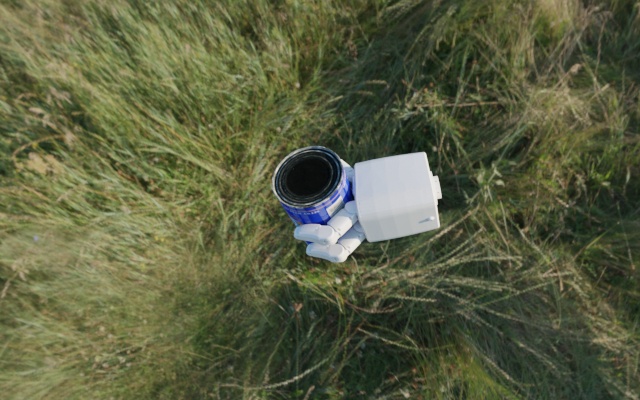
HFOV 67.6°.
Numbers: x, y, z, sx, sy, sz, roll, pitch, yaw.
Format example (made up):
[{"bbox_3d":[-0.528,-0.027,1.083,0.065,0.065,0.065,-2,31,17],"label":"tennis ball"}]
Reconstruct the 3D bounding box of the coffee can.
[{"bbox_3d":[0.000,0.002,0.706,0.103,0.102,0.140,0,-31,18],"label":"coffee can"}]
